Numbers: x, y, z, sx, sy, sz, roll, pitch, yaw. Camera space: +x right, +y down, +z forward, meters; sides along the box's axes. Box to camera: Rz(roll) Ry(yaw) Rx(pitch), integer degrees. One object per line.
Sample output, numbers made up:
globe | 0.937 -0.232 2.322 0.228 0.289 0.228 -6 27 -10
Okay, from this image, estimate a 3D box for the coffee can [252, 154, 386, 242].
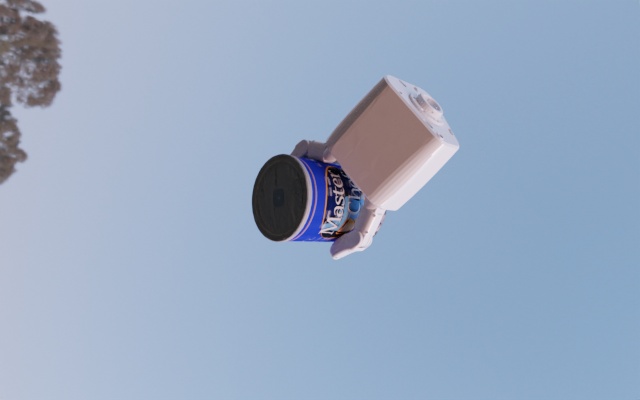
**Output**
coffee can | 0.000 0.002 0.601 0.140 0.103 0.103 6 -4 -44
